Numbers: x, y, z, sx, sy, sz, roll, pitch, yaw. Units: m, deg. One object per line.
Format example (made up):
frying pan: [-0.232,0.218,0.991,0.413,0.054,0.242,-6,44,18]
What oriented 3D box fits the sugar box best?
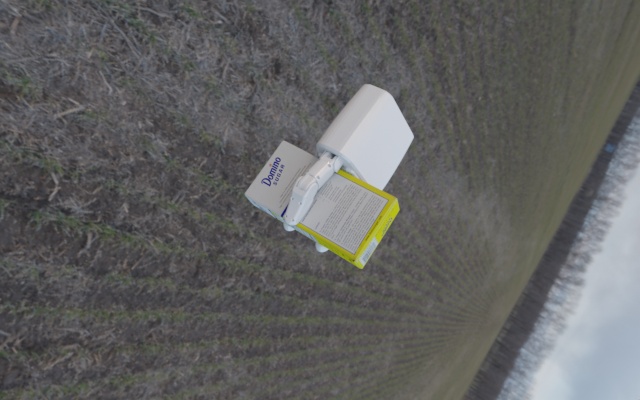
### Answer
sugar box: [0.000,0.002,0.607,0.176,0.093,0.048,29,-12,25]
